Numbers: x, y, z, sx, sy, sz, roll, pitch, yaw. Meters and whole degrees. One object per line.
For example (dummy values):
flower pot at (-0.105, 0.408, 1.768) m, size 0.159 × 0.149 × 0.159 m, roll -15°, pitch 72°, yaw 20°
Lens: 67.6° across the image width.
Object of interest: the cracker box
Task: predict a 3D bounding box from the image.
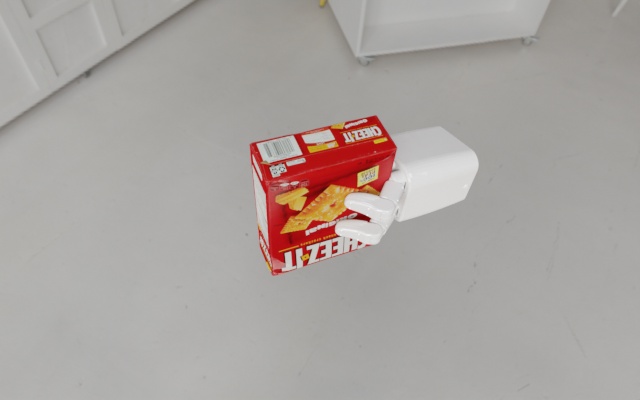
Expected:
cracker box at (0.000, 0.002, 0.632) m, size 0.164 × 0.072 × 0.214 m, roll -15°, pitch -36°, yaw -15°
